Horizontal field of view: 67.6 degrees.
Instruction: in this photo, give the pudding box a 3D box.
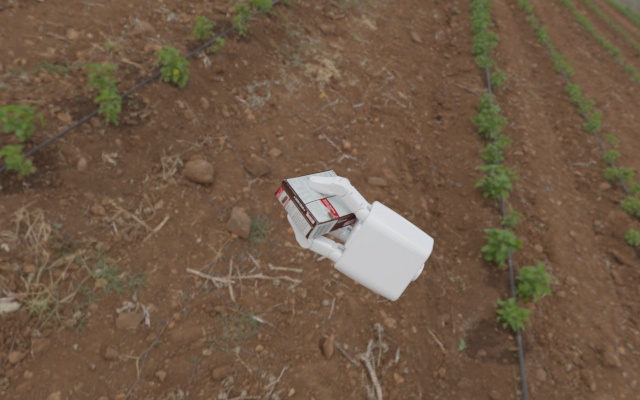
[{"bbox_3d":[0.000,0.002,0.722,0.113,0.090,0.039,-14,-32,-48],"label":"pudding box"}]
